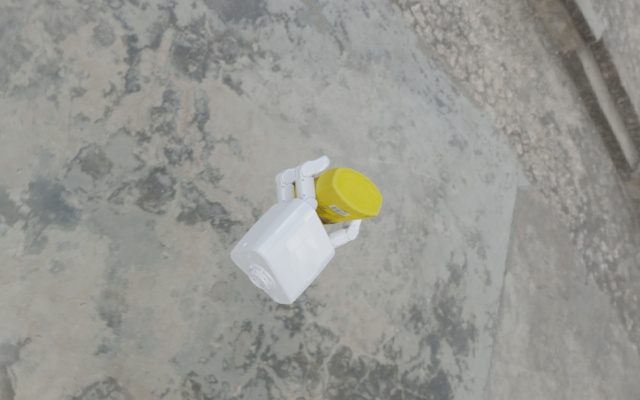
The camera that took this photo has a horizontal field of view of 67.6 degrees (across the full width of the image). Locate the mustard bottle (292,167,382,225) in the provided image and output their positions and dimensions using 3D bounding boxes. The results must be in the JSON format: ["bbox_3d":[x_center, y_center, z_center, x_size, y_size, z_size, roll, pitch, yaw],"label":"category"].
[{"bbox_3d":[0.000,0.002,0.751,0.096,0.058,0.191,31,-26,-28],"label":"mustard bottle"}]
